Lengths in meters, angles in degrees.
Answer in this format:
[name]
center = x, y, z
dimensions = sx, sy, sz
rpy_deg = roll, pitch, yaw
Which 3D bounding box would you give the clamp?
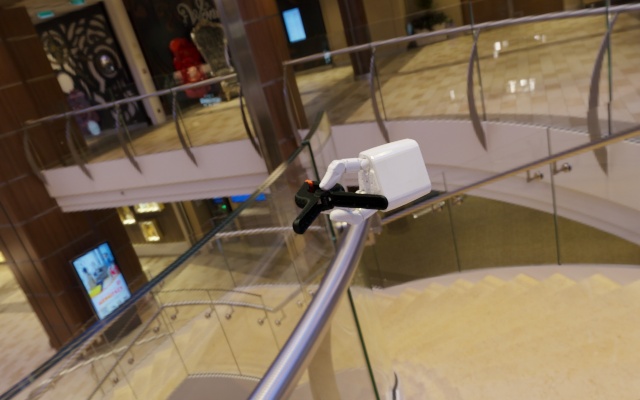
[clamp]
center = 0.000, 0.002, 0.849
dimensions = 0.164, 0.036, 0.210
rpy_deg = -17, 20, -20
